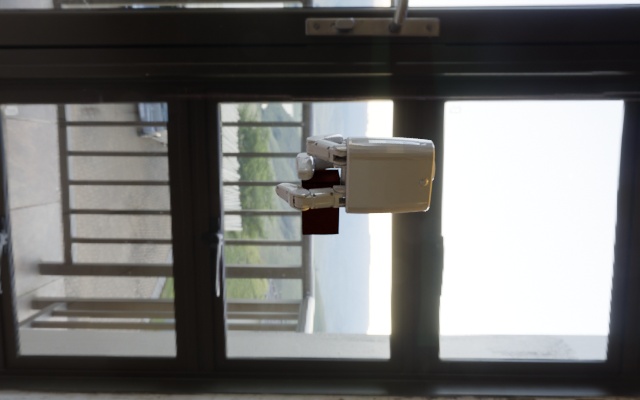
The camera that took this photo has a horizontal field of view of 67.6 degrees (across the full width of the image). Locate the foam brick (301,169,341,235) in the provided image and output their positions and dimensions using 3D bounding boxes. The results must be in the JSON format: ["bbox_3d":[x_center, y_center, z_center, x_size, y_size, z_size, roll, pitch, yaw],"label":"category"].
[{"bbox_3d":[0.000,0.002,0.647,0.051,0.078,0.053,0,24,-2],"label":"foam brick"}]
